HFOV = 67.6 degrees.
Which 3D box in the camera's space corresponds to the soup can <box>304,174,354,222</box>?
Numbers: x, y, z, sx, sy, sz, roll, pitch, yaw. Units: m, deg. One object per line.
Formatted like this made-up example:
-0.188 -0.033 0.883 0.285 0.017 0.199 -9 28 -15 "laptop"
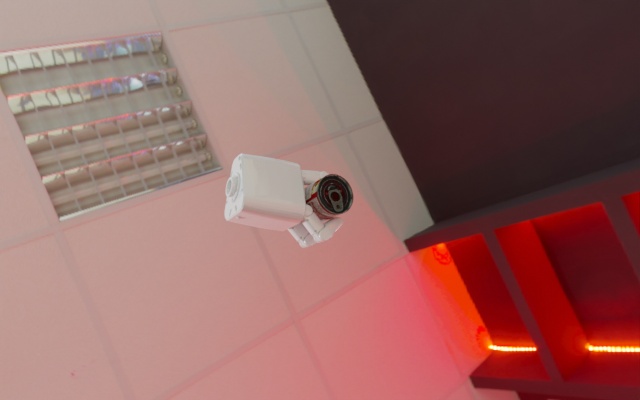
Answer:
0.000 0.003 0.812 0.068 0.068 0.102 0 -15 -31 "soup can"
